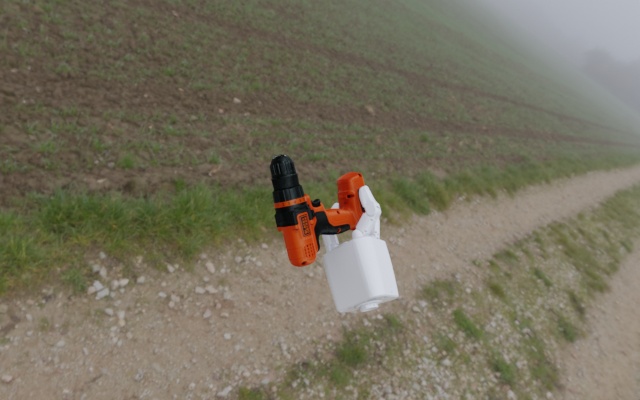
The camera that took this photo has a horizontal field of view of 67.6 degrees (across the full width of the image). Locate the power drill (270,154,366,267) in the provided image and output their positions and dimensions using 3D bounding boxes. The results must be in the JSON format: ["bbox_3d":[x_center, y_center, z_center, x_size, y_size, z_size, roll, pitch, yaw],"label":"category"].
[{"bbox_3d":[0.001,0.003,0.819,0.187,0.184,0.057,-16,7,-42],"label":"power drill"}]
